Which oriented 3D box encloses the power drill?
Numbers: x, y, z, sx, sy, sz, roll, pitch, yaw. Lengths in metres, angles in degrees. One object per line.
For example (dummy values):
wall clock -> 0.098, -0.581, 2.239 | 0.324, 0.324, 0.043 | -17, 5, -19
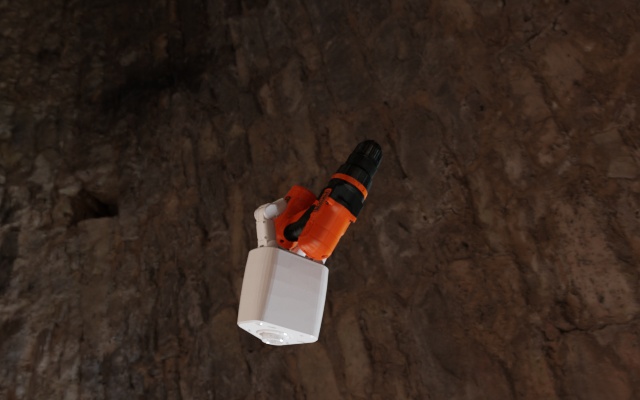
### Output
power drill -> 0.000, 0.003, 0.690 | 0.057, 0.184, 0.188 | 39, -22, -15
